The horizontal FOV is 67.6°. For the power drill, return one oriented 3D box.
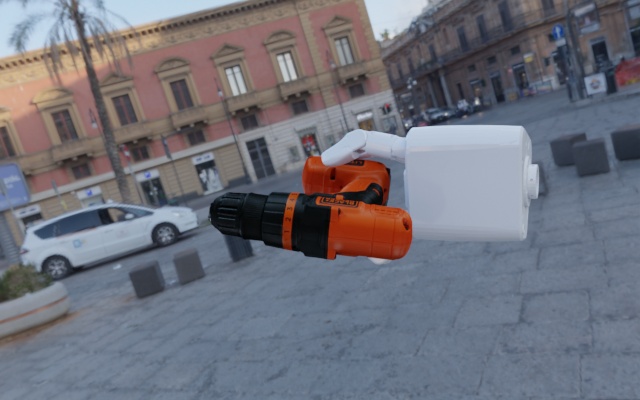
[{"bbox_3d":[0.000,0.001,0.492,0.184,0.057,0.187,8,20,7],"label":"power drill"}]
